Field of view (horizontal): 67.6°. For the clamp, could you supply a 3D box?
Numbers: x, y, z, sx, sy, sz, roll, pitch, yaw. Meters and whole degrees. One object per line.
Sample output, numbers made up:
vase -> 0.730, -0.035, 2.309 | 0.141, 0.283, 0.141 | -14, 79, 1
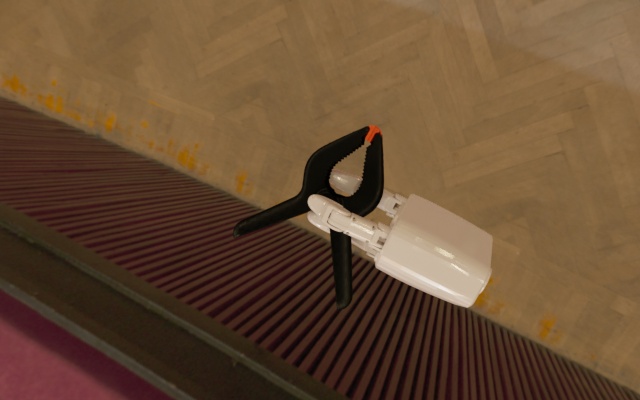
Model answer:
clamp -> 0.000, 0.002, 0.552 | 0.164, 0.210, 0.036 | 26, 11, 7
